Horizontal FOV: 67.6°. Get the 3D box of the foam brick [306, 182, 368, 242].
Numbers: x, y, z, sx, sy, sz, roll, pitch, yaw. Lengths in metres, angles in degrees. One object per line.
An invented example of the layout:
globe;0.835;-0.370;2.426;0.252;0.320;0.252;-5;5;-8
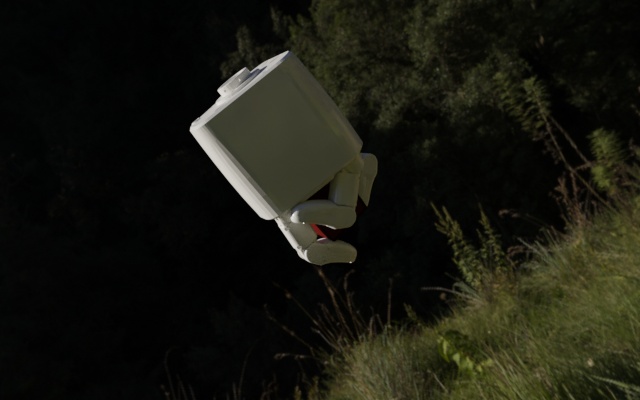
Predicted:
foam brick;0.000;0.002;0.494;0.053;0.051;0.078;-45;22;-15
